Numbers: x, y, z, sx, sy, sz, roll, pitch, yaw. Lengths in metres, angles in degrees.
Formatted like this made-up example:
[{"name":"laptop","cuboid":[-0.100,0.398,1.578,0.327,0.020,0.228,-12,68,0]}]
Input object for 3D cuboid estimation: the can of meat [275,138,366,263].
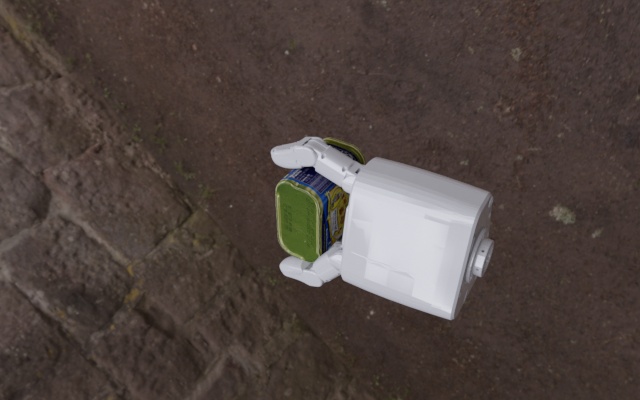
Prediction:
[{"name":"can of meat","cuboid":[0.000,0.002,0.485,0.057,0.102,0.084,22,45,24]}]
